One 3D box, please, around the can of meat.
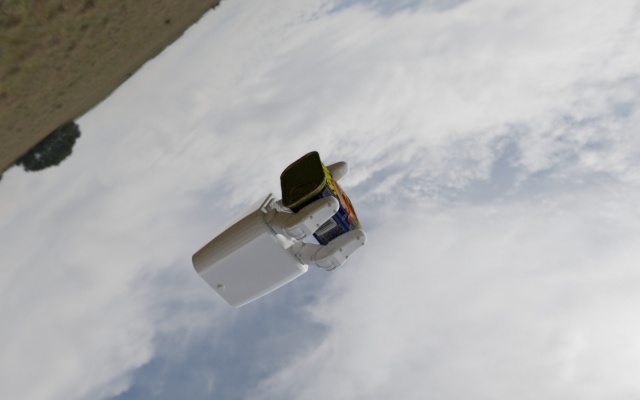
[{"bbox_3d":[0.000,0.002,0.566,0.057,0.084,0.102,-33,27,10],"label":"can of meat"}]
